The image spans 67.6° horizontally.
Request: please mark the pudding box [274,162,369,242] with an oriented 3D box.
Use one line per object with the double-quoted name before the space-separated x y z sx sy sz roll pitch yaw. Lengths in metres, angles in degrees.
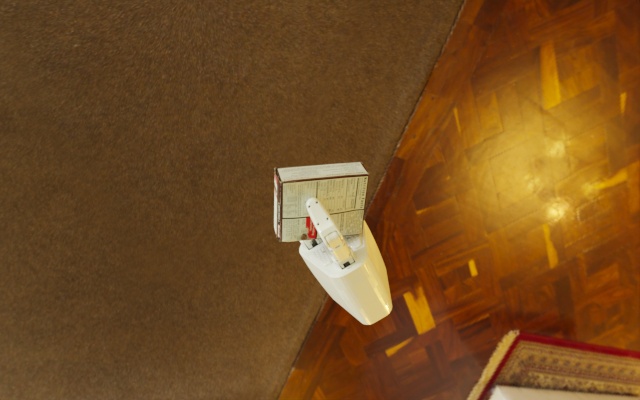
"pudding box" 0.000 0.002 0.590 0.113 0.090 0.039 -6 32 -16
